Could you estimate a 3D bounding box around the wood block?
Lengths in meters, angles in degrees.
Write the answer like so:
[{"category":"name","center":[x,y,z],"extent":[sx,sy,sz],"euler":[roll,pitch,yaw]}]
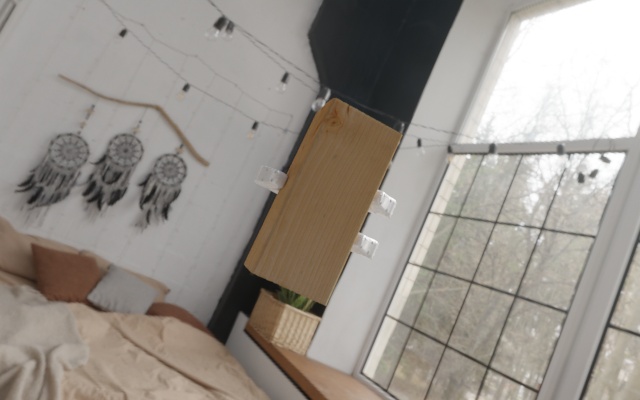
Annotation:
[{"category":"wood block","center":[0.000,0.002,0.549],"extent":[0.091,0.206,0.090],"euler":[26,-8,-12]}]
